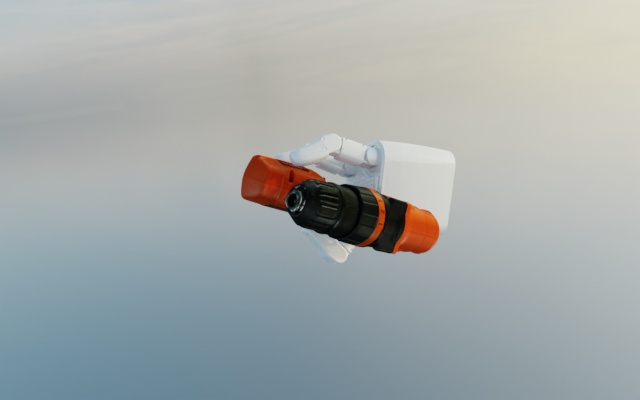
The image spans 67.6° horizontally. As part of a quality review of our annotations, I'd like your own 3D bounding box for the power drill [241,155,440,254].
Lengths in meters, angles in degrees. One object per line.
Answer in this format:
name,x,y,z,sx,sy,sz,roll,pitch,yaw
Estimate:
power drill,0.000,0.001,0.476,0.184,0.057,0.187,17,4,-43
